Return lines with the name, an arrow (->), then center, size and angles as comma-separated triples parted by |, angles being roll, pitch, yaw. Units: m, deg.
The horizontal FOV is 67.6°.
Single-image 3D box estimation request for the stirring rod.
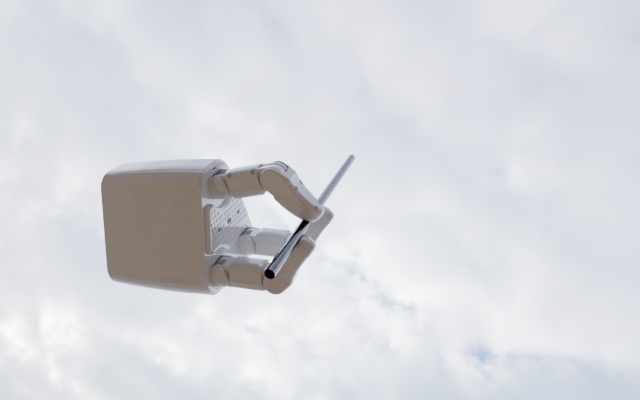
stirring rod -> 0.000, 0.001, 0.430 | 0.011, 0.011, 0.239 | 0, 24, 18
